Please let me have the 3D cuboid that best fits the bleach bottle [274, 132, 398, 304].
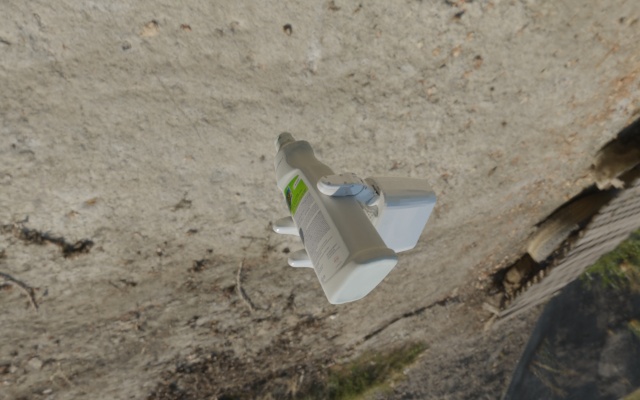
[{"bbox_3d":[0.000,0.002,0.622,0.068,0.250,0.103,-3,-39,-36],"label":"bleach bottle"}]
